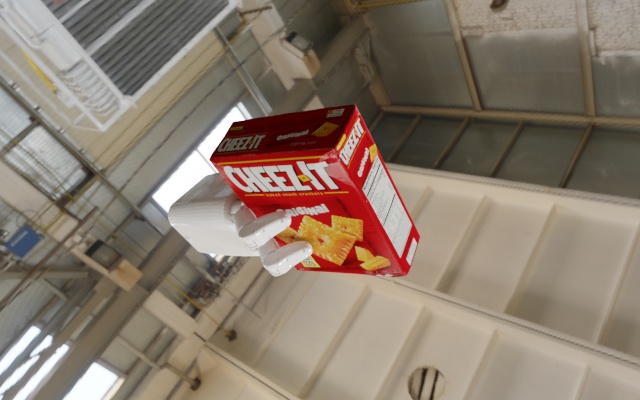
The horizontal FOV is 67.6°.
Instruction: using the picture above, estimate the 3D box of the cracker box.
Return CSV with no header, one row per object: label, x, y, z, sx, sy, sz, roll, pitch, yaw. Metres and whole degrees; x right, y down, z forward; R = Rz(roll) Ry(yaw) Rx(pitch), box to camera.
cracker box,0.000,0.002,0.549,0.164,0.072,0.214,-1,-41,33
